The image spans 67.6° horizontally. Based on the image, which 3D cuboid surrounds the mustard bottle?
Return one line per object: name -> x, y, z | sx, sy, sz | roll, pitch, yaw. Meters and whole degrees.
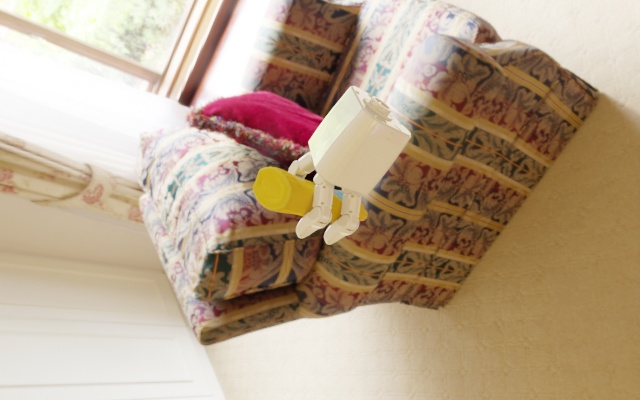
mustard bottle -> 0.000, 0.003, 0.717 | 0.192, 0.058, 0.096 | 16, 6, -39
